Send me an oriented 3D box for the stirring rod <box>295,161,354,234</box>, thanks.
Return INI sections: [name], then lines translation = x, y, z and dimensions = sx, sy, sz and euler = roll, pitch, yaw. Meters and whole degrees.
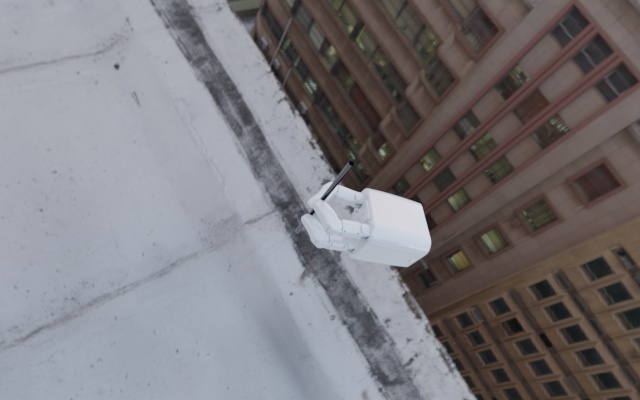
[stirring rod]
translation = 0.000, 0.002, 0.744
dimensions = 0.011, 0.011, 0.240
euler = 0, -26, -23
